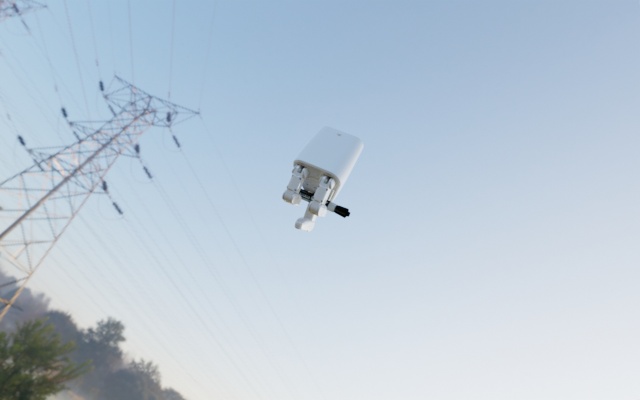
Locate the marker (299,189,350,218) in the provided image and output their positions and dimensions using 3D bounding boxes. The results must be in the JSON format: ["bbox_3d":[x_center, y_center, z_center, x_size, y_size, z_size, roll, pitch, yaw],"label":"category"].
[{"bbox_3d":[0.000,0.003,0.890,0.121,0.020,0.020,23,7,18],"label":"marker"}]
